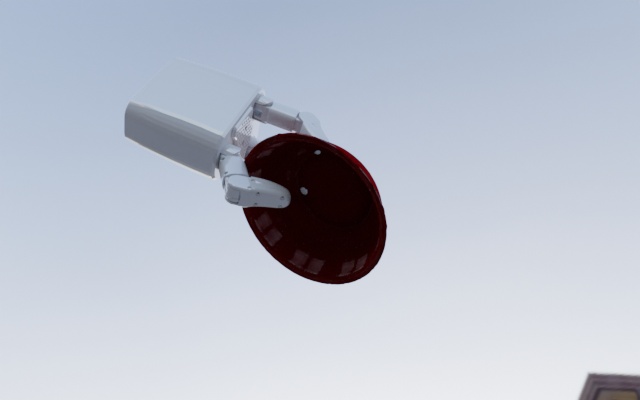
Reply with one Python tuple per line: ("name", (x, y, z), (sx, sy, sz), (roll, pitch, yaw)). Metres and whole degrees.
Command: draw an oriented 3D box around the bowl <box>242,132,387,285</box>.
("bowl", (0.001, 0.002, 0.472), (0.162, 0.162, 0.055), (0, 26, 33))
